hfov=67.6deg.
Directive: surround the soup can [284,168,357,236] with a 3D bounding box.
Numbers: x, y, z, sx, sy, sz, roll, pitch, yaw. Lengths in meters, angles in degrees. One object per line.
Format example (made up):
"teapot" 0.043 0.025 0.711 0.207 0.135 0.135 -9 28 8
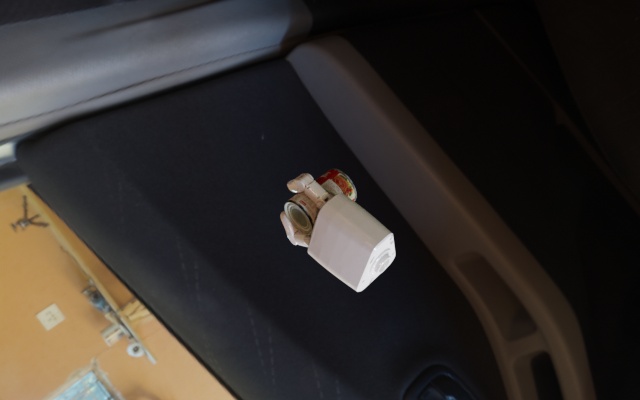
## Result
"soup can" 0.000 0.002 0.778 0.102 0.068 0.068 -37 20 -28
